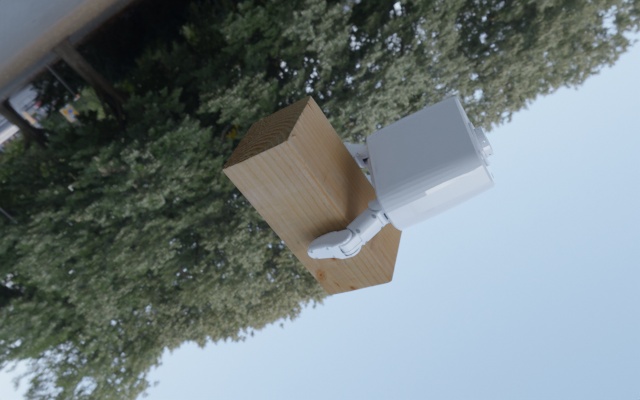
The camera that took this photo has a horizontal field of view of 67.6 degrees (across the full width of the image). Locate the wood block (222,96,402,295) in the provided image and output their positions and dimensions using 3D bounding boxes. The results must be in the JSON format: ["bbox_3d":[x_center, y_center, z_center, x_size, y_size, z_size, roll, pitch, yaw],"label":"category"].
[{"bbox_3d":[0.000,0.002,0.539,0.090,0.206,0.090,-19,32,33],"label":"wood block"}]
